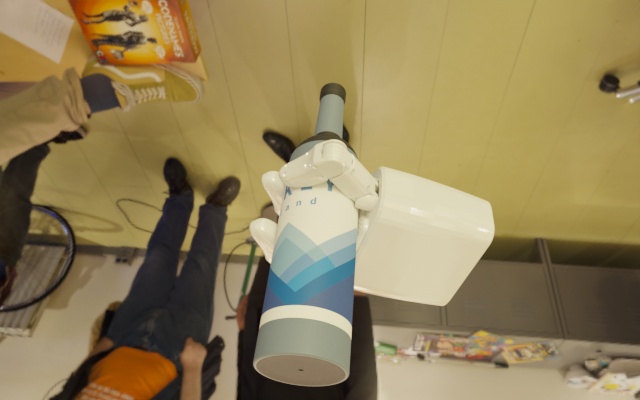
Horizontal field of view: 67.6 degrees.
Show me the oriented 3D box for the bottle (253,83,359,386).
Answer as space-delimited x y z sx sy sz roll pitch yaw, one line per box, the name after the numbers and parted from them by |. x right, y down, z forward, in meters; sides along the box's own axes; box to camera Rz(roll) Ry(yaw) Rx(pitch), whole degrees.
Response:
0.000 0.002 0.416 0.069 0.295 0.069 4 -38 3 | bottle
